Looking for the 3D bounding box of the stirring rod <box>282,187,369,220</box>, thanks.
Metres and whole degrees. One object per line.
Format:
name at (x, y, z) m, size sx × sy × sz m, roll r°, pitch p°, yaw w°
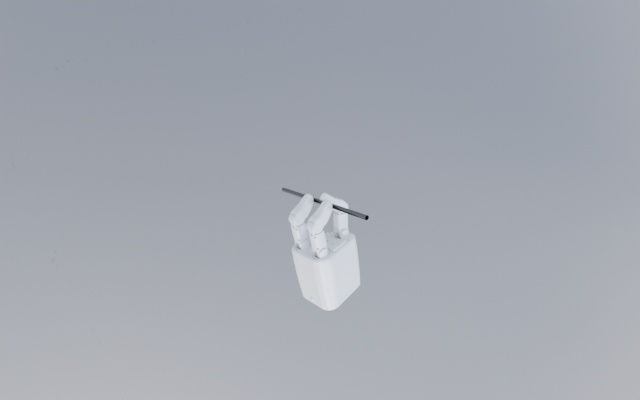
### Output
stirring rod at (0.000, 0.003, 0.839) m, size 0.011 × 0.011 × 0.239 m, roll 0°, pitch 12°, yaw -38°
